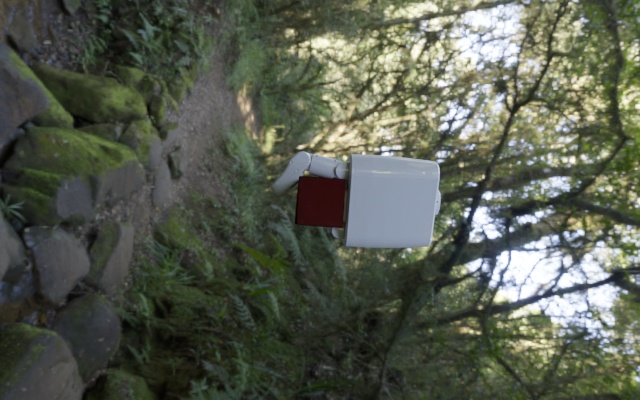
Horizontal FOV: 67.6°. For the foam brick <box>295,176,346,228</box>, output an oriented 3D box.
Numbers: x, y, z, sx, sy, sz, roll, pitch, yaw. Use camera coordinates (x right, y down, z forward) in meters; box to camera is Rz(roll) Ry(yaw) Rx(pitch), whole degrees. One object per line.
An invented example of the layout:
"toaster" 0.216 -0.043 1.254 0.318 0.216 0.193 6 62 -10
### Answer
"foam brick" 0.000 0.002 0.536 0.051 0.053 0.078 5 0 0
